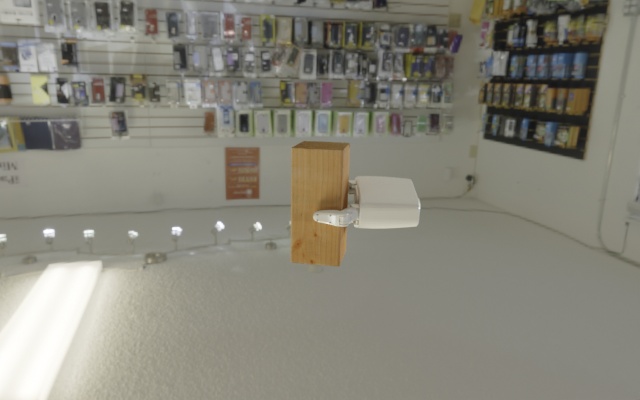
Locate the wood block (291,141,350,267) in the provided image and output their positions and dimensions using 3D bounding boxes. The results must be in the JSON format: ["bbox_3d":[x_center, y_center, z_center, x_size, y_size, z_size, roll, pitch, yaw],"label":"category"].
[{"bbox_3d":[0.000,0.003,0.854,0.090,0.206,0.090,4,15,10],"label":"wood block"}]
